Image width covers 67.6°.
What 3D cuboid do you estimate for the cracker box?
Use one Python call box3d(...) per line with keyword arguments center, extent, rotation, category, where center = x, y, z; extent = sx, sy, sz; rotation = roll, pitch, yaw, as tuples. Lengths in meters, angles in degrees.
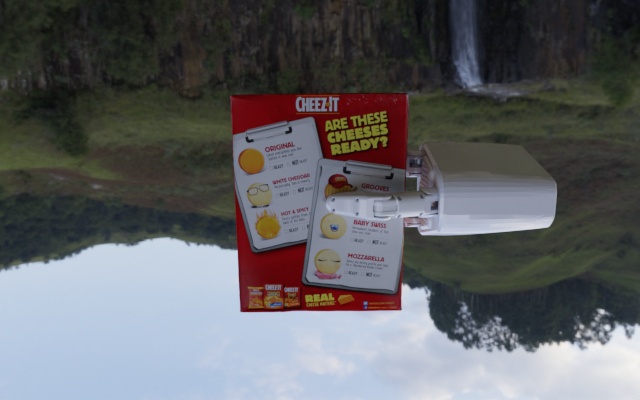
box3d(center=(0.000, 0.002, 0.482), extent=(0.164, 0.214, 0.072), rotation=(-1, 12, -1), category="cracker box")
